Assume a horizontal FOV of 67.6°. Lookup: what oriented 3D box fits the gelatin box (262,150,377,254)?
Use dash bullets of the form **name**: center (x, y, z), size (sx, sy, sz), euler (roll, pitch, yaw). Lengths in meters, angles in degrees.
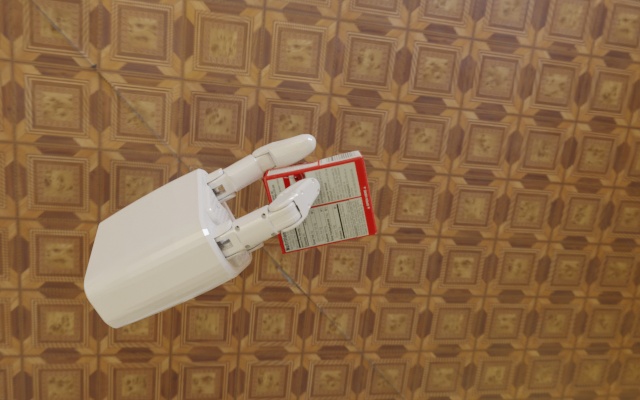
- **gelatin box**: center (0.000, 0.001, 0.424), size (0.089, 0.073, 0.030), euler (-12, 18, 3)
